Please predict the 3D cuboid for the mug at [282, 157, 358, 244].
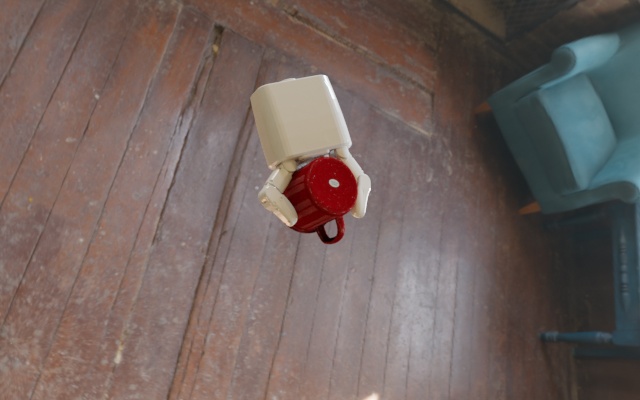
[{"bbox_3d":[0.001,0.003,0.641,0.093,0.117,0.081,-14,-8,-35],"label":"mug"}]
